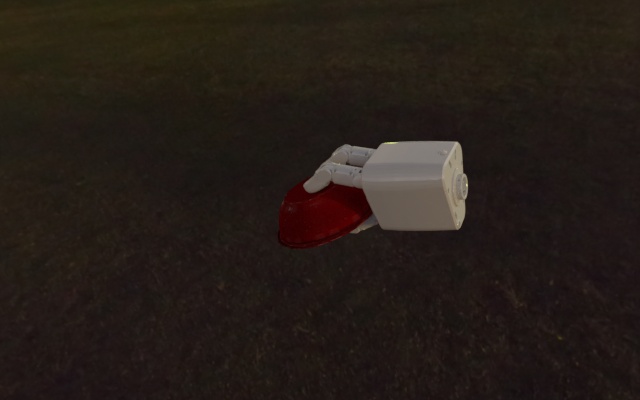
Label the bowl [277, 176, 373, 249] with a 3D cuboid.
[{"bbox_3d":[-0.001,0.002,0.695,0.162,0.055,0.162,-22,22,9],"label":"bowl"}]
